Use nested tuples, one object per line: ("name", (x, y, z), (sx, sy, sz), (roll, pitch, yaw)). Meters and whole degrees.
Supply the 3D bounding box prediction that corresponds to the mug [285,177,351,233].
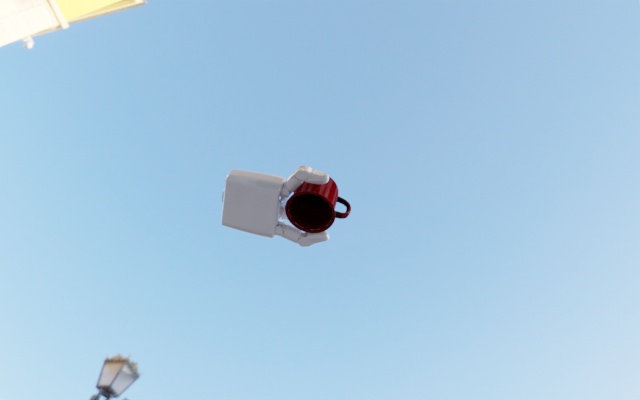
("mug", (0.002, 0.003, 0.890), (0.117, 0.093, 0.081), (13, 35, 4))
